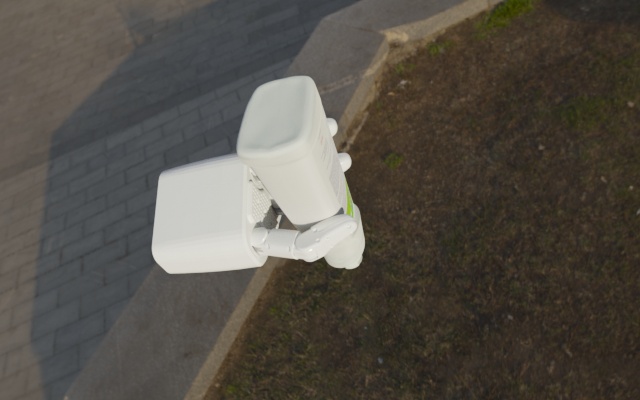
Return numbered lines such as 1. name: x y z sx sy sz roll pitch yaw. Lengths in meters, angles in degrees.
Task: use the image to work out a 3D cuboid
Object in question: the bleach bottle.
1. bleach bottle: 0.000 0.001 0.490 0.068 0.102 0.251 -8 -40 16
